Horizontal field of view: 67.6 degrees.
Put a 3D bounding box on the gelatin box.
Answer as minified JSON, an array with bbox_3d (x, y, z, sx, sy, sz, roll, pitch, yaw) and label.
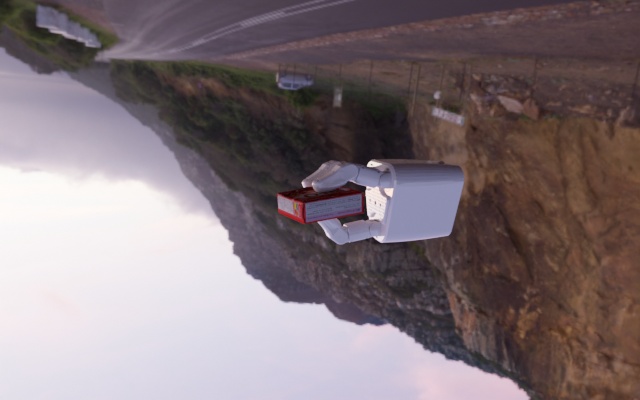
[{"bbox_3d":[0.000,0.002,0.605,0.089,0.030,0.073,-10,15,-28],"label":"gelatin box"}]
